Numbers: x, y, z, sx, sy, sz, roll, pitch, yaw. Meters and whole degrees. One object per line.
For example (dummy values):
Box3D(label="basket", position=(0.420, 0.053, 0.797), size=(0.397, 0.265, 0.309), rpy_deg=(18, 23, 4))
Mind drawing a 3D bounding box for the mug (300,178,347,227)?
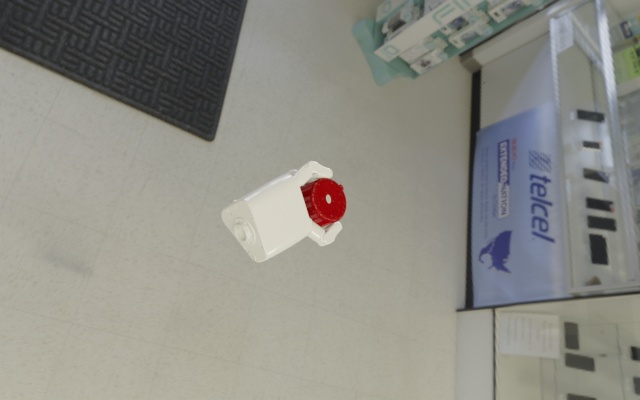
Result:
Box3D(label="mug", position=(0.001, 0.002, 0.870), size=(0.117, 0.093, 0.081), rpy_deg=(-34, 8, -41))
